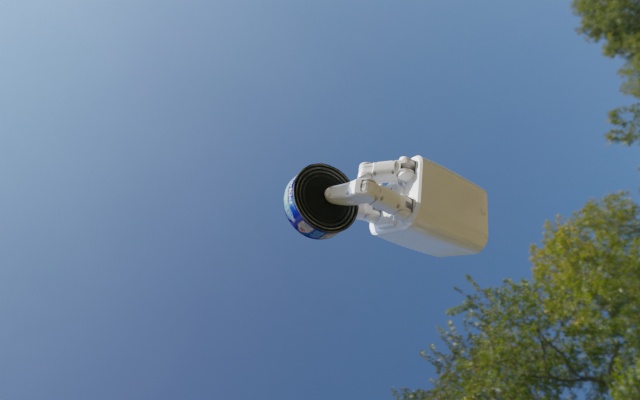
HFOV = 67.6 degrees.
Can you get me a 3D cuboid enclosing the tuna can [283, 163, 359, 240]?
[{"bbox_3d":[0.000,0.002,0.561,0.086,0.086,0.034,0,-21,-30],"label":"tuna can"}]
